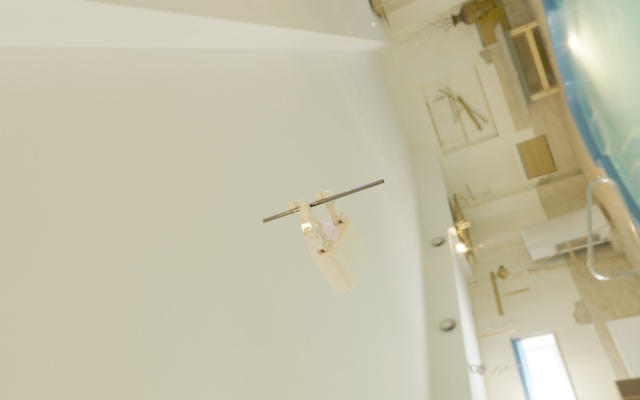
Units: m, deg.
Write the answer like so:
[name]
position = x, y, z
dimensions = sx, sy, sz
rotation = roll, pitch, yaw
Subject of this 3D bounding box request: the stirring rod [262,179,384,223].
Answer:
[stirring rod]
position = 0.000, 0.003, 0.852
dimensions = 0.239, 0.011, 0.011
rotation = -19, -7, 20
